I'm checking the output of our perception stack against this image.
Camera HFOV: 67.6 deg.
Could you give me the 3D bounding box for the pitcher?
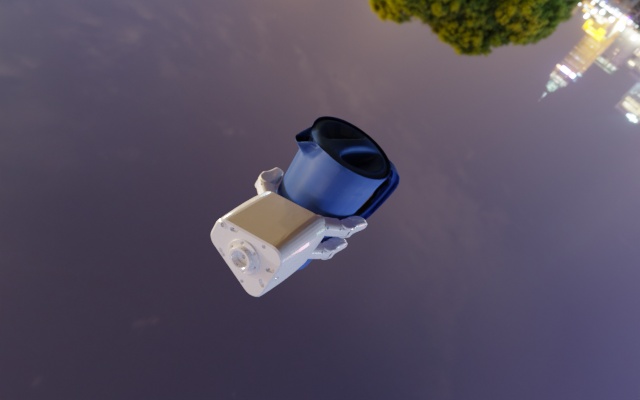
[{"bbox_3d":[0.000,0.002,0.752,0.149,0.243,0.145,42,34,8],"label":"pitcher"}]
